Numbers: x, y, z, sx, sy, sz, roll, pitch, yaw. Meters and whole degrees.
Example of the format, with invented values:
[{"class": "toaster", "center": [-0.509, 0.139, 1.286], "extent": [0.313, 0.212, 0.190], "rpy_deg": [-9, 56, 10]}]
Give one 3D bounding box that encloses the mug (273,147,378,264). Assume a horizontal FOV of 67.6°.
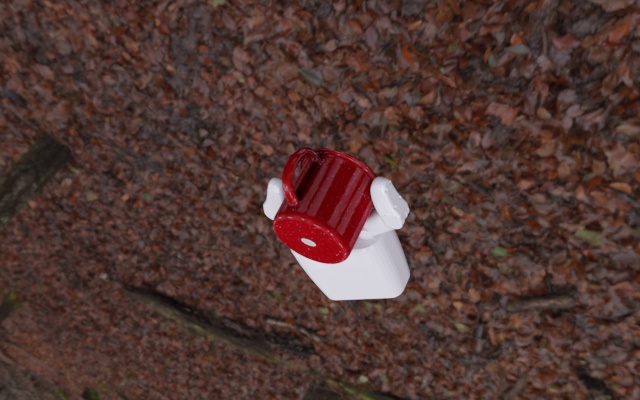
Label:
[{"class": "mug", "center": [-0.001, 0.001, 0.465], "extent": [0.093, 0.081, 0.117], "rpy_deg": [3, -38, 36]}]
